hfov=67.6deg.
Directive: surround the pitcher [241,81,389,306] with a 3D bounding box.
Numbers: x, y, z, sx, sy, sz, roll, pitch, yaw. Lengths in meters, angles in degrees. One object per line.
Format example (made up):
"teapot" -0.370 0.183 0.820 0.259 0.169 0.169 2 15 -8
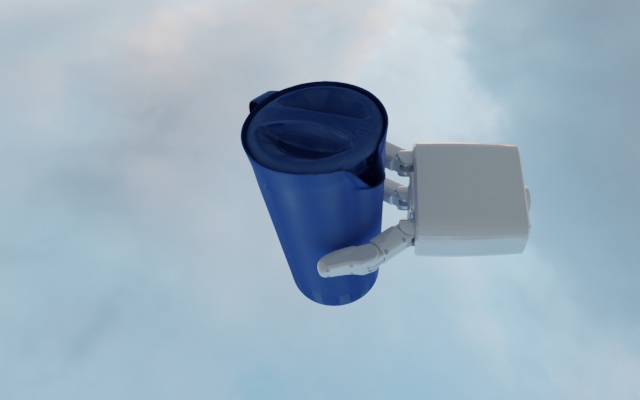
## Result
"pitcher" 0.000 0.002 0.516 0.145 0.149 0.243 -1 -42 7
